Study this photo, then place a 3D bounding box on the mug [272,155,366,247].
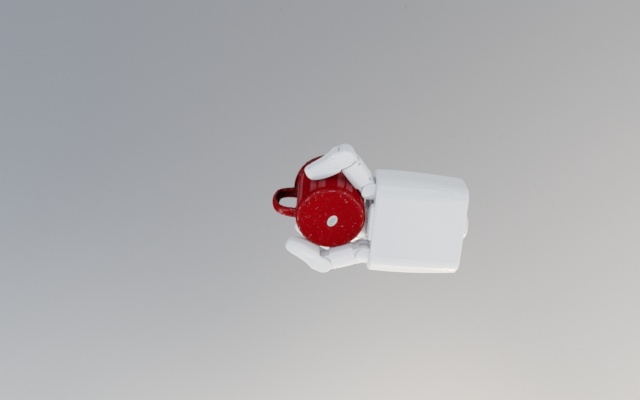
[{"bbox_3d":[-0.001,0.002,0.579,0.117,0.093,0.081,4,29,-1],"label":"mug"}]
